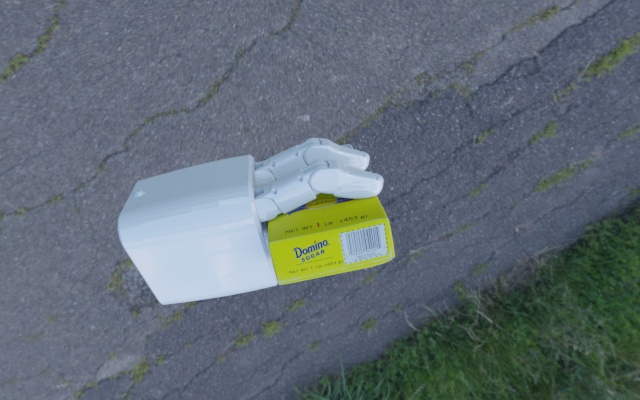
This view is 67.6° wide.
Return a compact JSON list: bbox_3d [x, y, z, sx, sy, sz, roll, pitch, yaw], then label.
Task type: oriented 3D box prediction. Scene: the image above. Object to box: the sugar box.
[{"bbox_3d":[0.000,0.001,0.431,0.093,0.048,0.176,-11,28,-2],"label":"sugar box"}]
